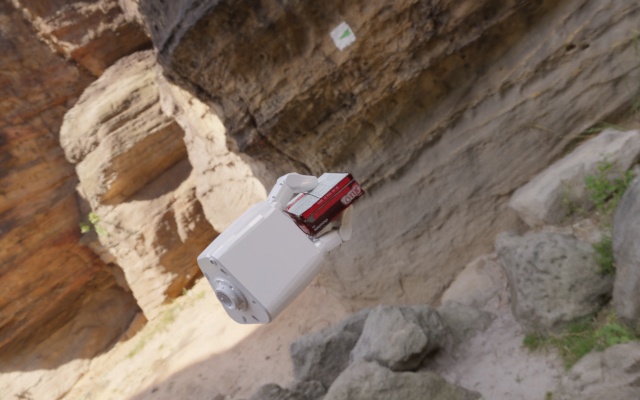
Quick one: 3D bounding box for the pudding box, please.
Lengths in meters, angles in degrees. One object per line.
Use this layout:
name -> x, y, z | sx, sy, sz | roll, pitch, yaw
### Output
pudding box -> 0.000, 0.002, 0.649 | 0.090, 0.039, 0.113 | -39, 14, -10
